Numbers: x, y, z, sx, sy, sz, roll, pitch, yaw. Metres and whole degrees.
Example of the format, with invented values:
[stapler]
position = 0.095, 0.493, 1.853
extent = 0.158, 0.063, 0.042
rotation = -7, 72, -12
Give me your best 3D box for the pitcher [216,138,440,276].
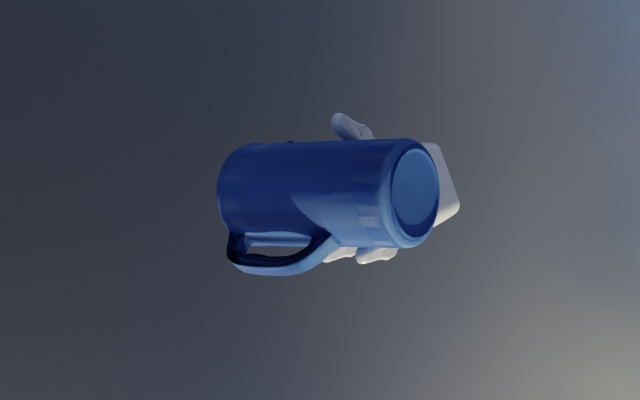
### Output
[pitcher]
position = 0.000, 0.002, 0.537
extent = 0.243, 0.149, 0.145
rotation = 0, 9, 43
